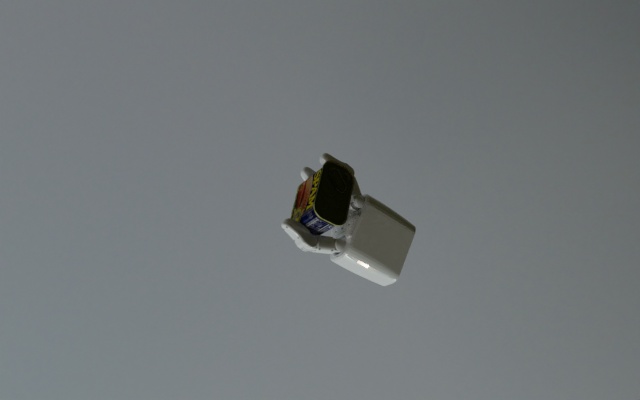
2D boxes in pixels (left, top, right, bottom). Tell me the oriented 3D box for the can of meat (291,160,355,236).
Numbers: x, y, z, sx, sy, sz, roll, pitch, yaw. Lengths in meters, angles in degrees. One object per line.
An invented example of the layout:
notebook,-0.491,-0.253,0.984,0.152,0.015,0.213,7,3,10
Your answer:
can of meat,0.000,0.003,0.729,0.057,0.102,0.084,27,-33,-21
